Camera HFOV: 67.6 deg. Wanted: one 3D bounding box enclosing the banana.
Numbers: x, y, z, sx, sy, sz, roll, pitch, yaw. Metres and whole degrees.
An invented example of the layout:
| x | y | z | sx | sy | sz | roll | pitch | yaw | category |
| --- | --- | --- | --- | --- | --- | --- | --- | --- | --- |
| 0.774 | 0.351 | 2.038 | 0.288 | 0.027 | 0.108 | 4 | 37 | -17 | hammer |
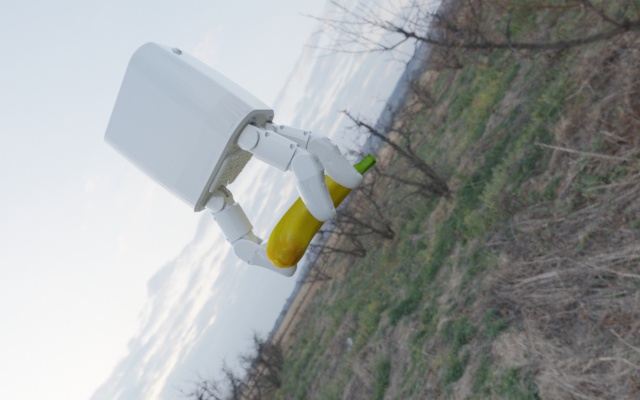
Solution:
| x | y | z | sx | sy | sz | roll | pitch | yaw | category |
| --- | --- | --- | --- | --- | --- | --- | --- | --- | --- |
| -0.008 | 0.011 | 0.446 | 0.070 | 0.037 | 0.197 | -48 | 1 | 38 | banana |
